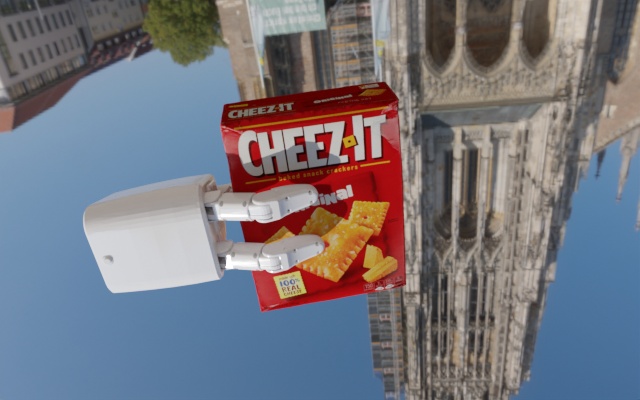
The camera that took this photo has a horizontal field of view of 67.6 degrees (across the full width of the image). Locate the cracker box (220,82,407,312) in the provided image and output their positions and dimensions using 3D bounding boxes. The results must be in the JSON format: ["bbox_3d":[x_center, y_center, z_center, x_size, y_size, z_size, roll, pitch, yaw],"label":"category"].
[{"bbox_3d":[0.000,0.002,0.490,0.164,0.214,0.072,-9,28,-3],"label":"cracker box"}]
